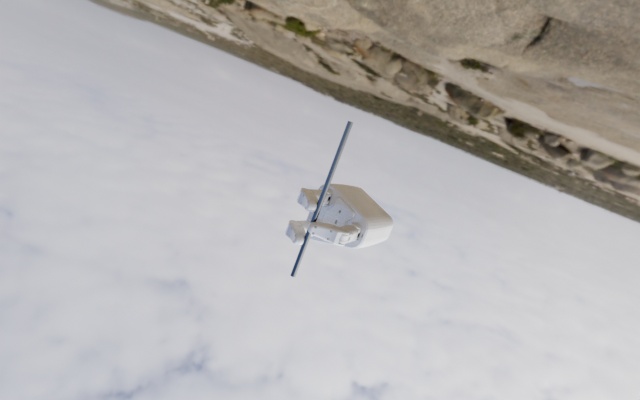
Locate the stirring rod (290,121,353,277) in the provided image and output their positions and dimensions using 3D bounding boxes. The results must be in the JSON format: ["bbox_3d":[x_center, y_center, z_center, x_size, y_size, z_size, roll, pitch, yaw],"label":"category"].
[{"bbox_3d":[0.000,0.002,0.679,0.011,0.239,0.011,19,14,-5],"label":"stirring rod"}]
